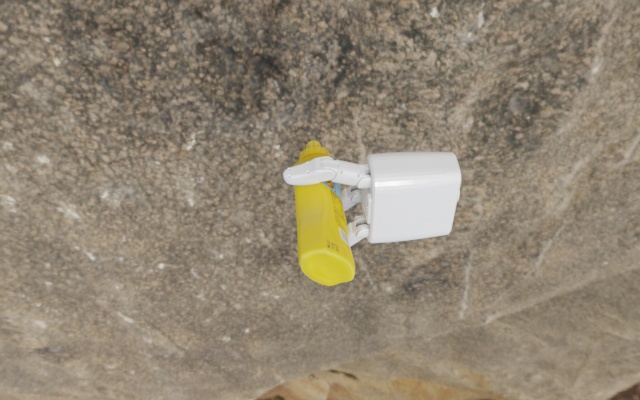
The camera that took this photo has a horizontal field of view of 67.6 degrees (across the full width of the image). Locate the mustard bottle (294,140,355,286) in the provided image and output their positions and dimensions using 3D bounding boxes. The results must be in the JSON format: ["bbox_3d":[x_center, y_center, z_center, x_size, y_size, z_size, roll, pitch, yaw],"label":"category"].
[{"bbox_3d":[0.000,0.002,0.596,0.058,0.191,0.096,-18,-35,16],"label":"mustard bottle"}]
